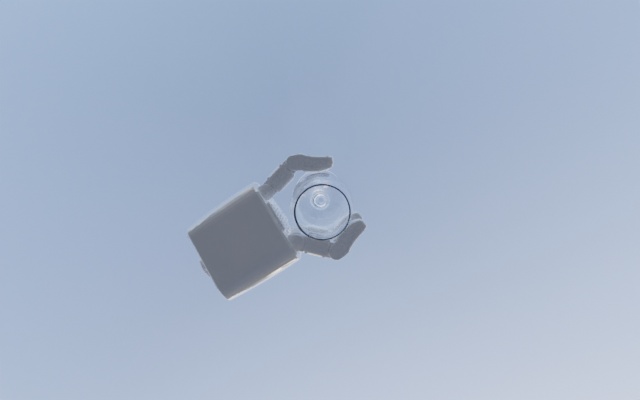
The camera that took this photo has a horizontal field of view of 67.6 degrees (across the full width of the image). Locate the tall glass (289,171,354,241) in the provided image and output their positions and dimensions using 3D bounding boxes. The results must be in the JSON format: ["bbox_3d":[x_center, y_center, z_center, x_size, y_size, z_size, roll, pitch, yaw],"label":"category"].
[{"bbox_3d":[0.000,0.002,0.610,0.079,0.079,0.201,0,6,-1],"label":"tall glass"}]
